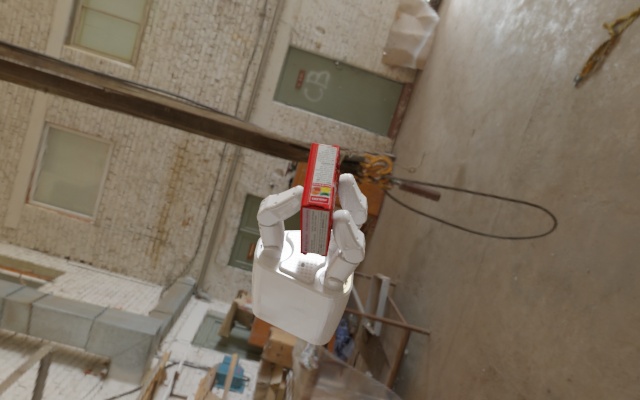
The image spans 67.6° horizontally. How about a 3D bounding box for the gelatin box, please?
[{"bbox_3d":[0.000,0.001,0.457,0.030,0.073,0.089,7,-35,3],"label":"gelatin box"}]
